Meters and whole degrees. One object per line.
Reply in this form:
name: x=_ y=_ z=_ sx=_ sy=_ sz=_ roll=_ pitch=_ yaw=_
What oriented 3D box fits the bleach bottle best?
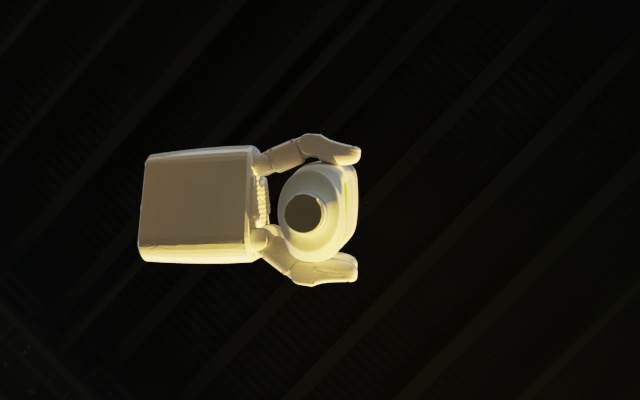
bleach bottle: x=0.000 y=0.002 z=0.467 sx=0.068 sy=0.102 sz=0.251 roll=-1 pitch=0 yaw=6
